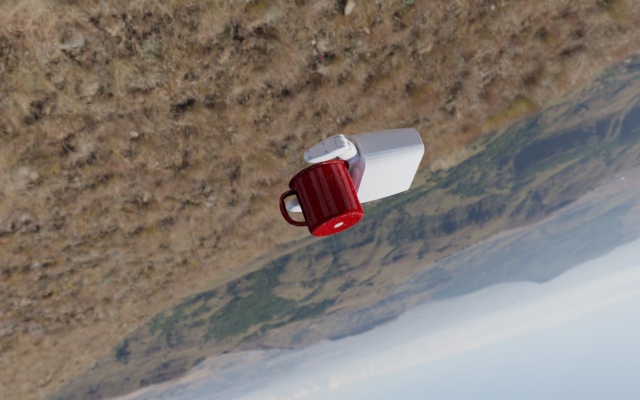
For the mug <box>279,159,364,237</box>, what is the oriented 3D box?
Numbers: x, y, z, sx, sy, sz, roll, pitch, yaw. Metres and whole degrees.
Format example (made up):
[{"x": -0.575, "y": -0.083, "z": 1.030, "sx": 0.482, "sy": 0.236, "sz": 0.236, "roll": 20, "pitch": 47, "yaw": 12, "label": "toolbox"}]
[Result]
[{"x": -0.001, "y": 0.003, "z": 0.674, "sx": 0.117, "sy": 0.081, "sz": 0.093, "roll": -14, "pitch": -20, "yaw": -19, "label": "mug"}]
